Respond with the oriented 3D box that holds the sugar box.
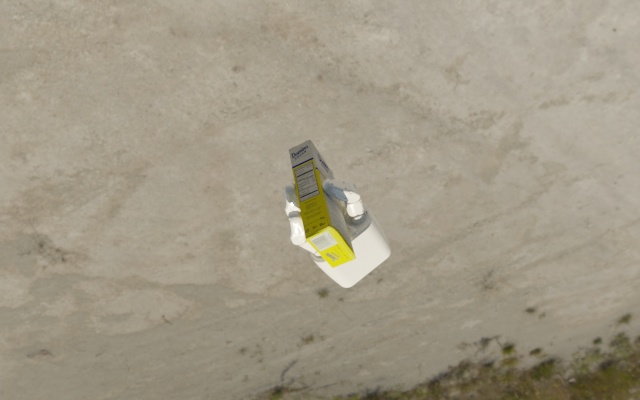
[{"bbox_3d":[0.000,0.003,0.712,0.048,0.176,0.093,-26,-42,11],"label":"sugar box"}]
